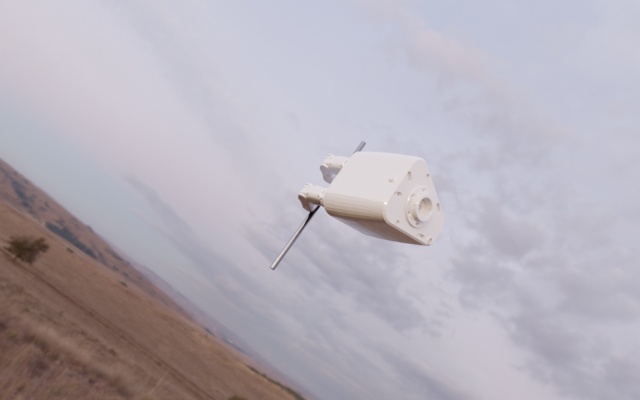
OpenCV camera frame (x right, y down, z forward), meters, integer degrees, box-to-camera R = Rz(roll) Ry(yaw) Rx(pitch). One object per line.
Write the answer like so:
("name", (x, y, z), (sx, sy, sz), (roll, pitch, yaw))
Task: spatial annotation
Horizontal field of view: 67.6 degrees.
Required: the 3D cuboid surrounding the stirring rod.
("stirring rod", (0.000, 0.002, 0.697), (0.011, 0.239, 0.011), (32, -20, 13))
